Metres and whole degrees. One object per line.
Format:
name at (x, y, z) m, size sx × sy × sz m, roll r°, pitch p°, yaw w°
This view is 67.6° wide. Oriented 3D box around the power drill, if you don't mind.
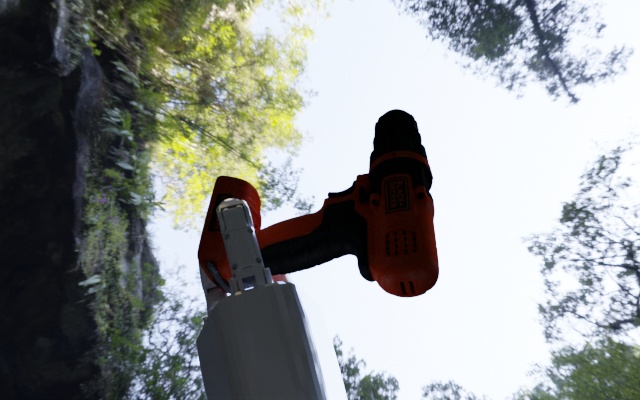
power drill at (0.000, 0.002, 0.400) m, size 0.187 × 0.184 × 0.057 m, roll -11°, pitch -45°, yaw 16°
